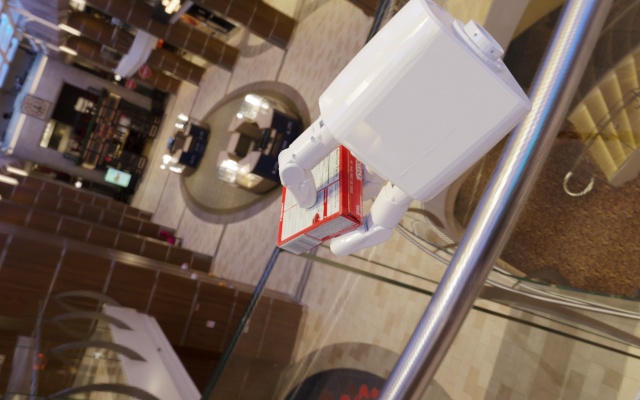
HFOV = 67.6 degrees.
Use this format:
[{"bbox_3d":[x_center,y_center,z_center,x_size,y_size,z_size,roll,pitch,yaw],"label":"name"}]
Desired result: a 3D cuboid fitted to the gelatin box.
[{"bbox_3d":[-0.001,0.001,0.442,0.030,0.073,0.089,28,-41,-34],"label":"gelatin box"}]
